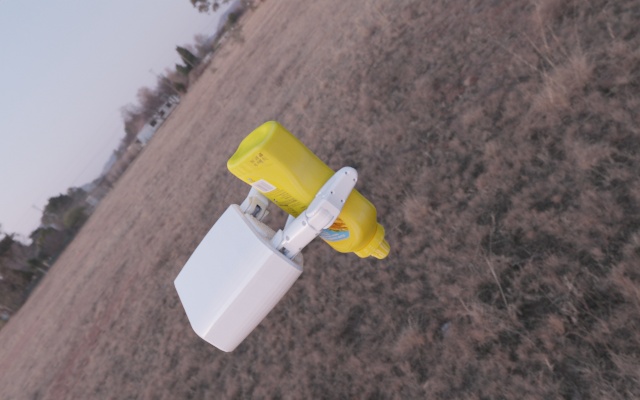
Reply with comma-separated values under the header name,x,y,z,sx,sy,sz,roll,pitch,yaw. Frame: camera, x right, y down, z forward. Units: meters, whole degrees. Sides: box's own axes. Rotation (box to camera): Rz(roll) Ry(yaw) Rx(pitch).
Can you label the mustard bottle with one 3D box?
name,x,y,z,sx,sy,sz,roll,pitch,yaw
mustard bottle,0.000,0.001,0.491,0.192,0.058,0.096,39,-24,-20
